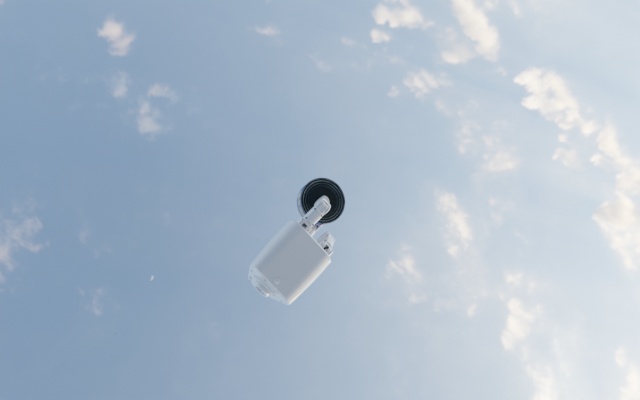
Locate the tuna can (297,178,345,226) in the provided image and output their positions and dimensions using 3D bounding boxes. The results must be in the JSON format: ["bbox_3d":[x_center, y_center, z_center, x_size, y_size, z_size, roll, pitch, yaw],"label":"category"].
[{"bbox_3d":[0.000,0.003,0.886,0.086,0.086,0.034,0,-11,-19],"label":"tuna can"}]
